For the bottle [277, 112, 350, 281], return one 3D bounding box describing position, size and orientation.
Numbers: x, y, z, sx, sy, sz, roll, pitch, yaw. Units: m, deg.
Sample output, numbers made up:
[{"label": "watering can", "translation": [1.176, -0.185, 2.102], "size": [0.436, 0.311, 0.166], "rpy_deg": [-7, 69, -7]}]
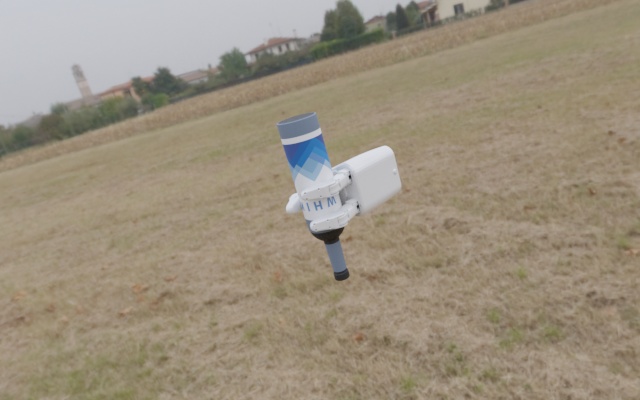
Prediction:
[{"label": "bottle", "translation": [0.000, 0.002, 0.811], "size": [0.069, 0.296, 0.069], "rpy_deg": [-15, 17, 5]}]
